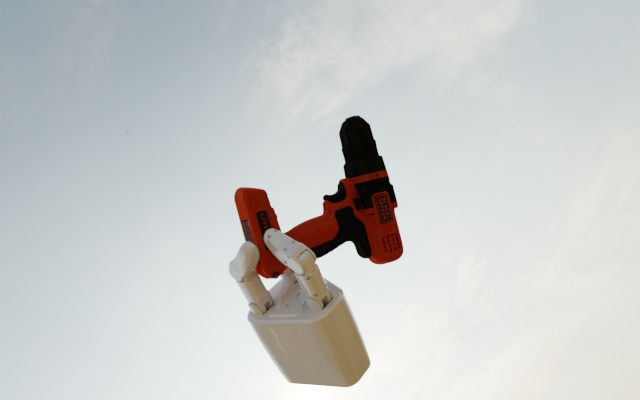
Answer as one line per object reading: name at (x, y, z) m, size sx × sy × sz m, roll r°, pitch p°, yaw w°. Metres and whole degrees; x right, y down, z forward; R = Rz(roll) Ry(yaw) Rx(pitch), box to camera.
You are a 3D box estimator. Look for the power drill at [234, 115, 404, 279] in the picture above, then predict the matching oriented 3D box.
power drill at (0.000, 0.002, 0.557) m, size 0.187 × 0.184 × 0.057 m, roll -14°, pitch -2°, yaw -20°
